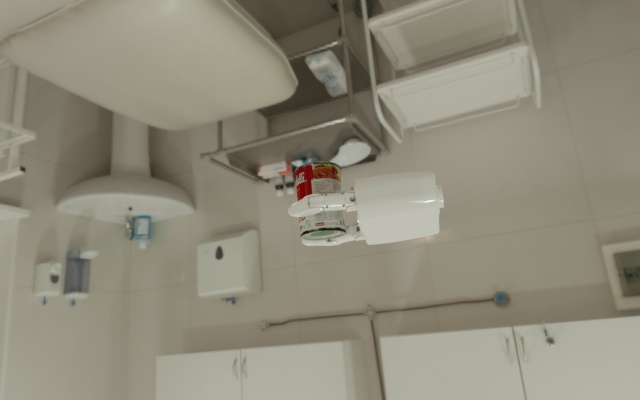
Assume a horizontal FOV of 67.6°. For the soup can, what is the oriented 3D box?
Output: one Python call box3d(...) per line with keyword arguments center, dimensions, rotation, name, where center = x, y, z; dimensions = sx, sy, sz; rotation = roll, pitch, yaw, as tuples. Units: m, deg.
box3d(center=(0.000, 0.003, 0.699), dimensions=(0.068, 0.102, 0.068), rotation=(-5, -16, -1), name="soup can")
